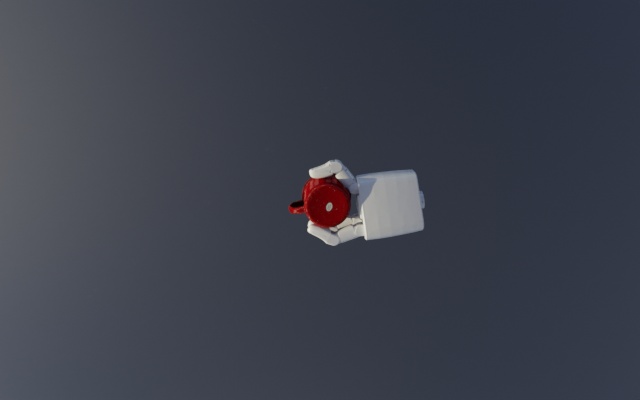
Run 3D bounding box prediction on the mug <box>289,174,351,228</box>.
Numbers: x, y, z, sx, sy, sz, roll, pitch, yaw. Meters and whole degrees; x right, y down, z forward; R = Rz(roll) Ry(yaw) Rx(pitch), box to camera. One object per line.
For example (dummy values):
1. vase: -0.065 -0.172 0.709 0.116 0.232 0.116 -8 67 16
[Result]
1. mug: -0.001 0.003 0.860 0.117 0.093 0.081 -10 13 2
